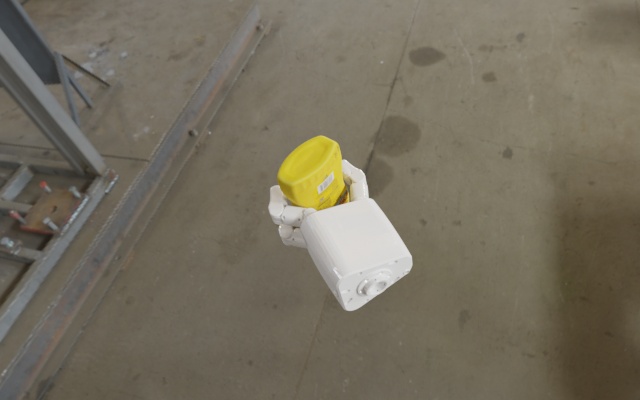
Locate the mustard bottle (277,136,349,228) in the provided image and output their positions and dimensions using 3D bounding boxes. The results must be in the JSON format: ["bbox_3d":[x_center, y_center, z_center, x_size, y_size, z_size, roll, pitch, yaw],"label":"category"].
[{"bbox_3d":[0.000,0.002,0.703,0.058,0.096,0.192,29,-27,31],"label":"mustard bottle"}]
